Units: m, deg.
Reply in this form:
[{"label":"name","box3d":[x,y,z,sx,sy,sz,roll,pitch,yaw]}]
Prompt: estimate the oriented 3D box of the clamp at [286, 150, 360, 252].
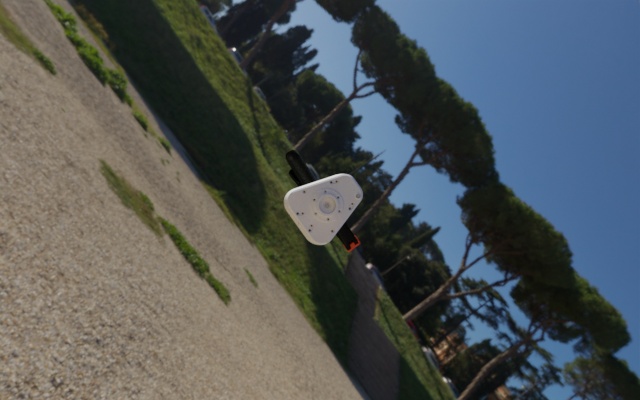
[{"label":"clamp","box3d":[0.001,0.003,0.899,0.036,0.210,0.164,-36,2,-5]}]
